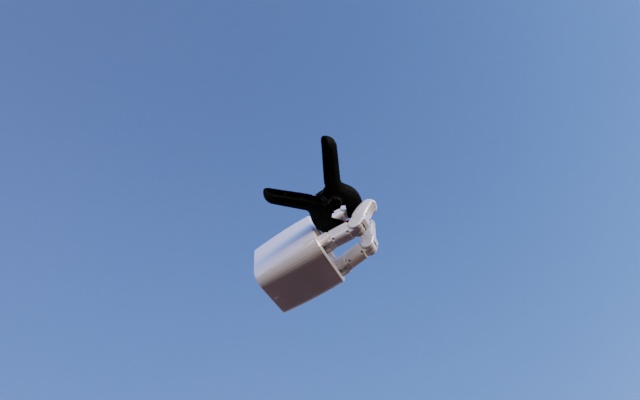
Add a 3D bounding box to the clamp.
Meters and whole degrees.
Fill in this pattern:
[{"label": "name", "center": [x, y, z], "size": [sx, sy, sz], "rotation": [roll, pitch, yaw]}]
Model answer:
[{"label": "clamp", "center": [0.000, 0.002, 0.677], "size": [0.120, 0.172, 0.039], "rotation": [-31, 35, 2]}]
